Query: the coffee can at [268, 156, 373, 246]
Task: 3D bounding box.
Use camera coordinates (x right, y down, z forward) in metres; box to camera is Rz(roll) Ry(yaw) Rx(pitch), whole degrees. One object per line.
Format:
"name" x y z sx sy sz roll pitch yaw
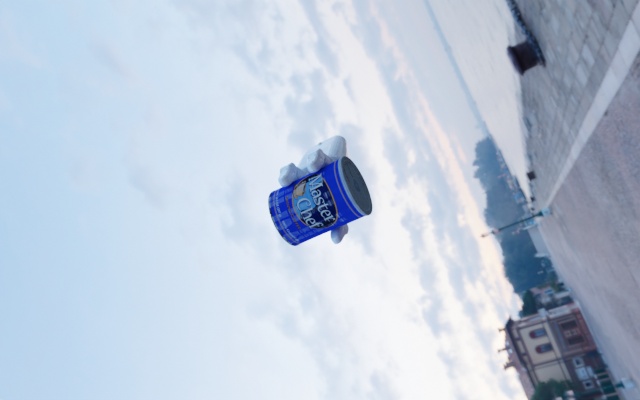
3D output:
"coffee can" 0.000 0.003 0.785 0.140 0.103 0.103 -25 -9 21
